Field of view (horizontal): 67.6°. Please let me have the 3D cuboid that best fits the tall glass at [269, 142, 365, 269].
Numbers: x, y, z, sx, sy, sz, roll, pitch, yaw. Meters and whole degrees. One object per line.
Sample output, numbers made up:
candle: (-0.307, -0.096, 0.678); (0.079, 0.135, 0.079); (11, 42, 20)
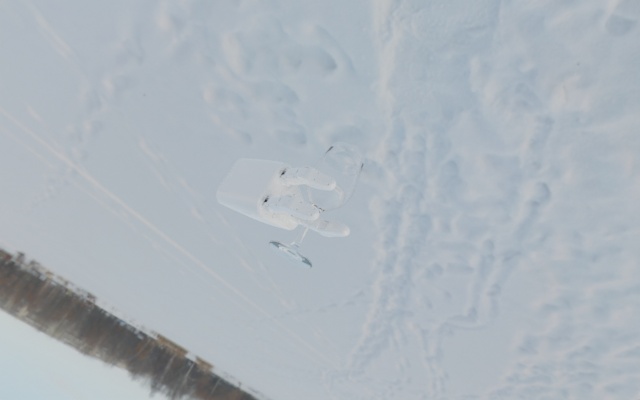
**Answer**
tall glass: (0.000, 0.003, 0.752); (0.079, 0.201, 0.079); (25, -23, 12)
